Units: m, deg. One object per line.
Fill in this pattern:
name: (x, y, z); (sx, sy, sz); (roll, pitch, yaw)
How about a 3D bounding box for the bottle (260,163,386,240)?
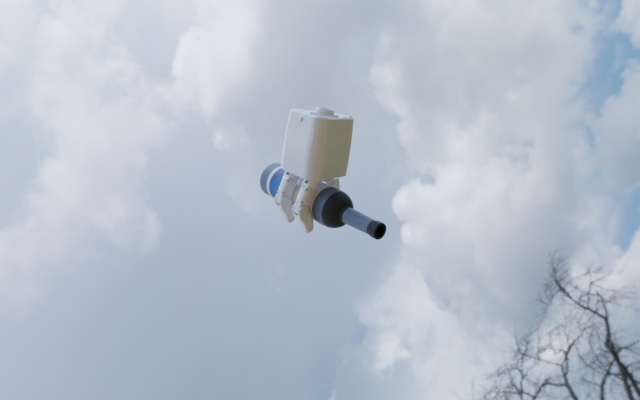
bottle: (0.000, 0.003, 0.836); (0.069, 0.069, 0.295); (0, 18, -41)
